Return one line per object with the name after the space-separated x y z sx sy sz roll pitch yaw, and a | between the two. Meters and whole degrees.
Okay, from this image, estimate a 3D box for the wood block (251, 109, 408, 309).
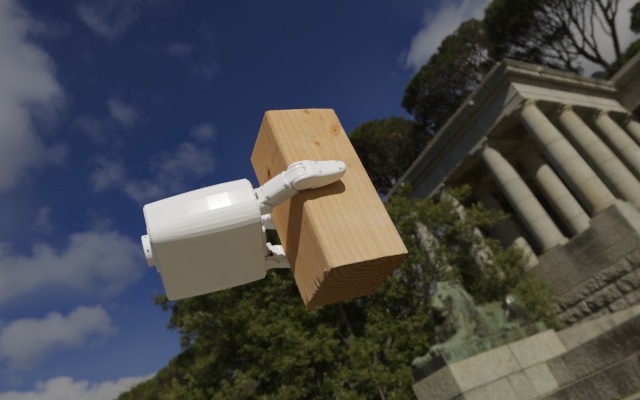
0.000 0.002 0.535 0.090 0.206 0.091 -7 -34 -27 | wood block
